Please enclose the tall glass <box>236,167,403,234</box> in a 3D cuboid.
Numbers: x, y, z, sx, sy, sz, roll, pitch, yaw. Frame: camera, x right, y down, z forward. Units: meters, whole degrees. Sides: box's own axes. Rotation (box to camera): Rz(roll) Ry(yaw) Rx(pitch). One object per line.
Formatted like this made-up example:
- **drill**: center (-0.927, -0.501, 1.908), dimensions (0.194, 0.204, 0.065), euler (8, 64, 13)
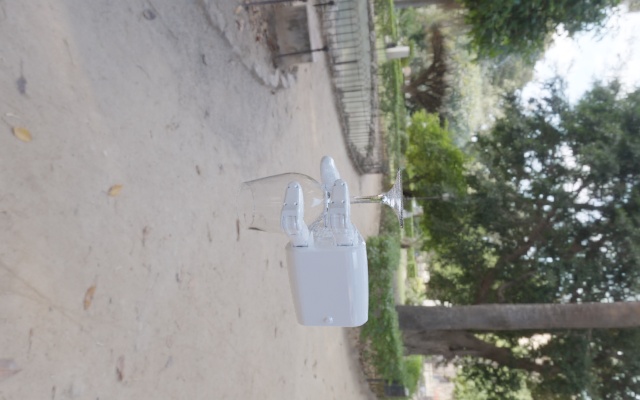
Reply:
- **tall glass**: center (0.001, 0.002, 0.596), dimensions (0.201, 0.079, 0.079), euler (-2, -1, 12)
